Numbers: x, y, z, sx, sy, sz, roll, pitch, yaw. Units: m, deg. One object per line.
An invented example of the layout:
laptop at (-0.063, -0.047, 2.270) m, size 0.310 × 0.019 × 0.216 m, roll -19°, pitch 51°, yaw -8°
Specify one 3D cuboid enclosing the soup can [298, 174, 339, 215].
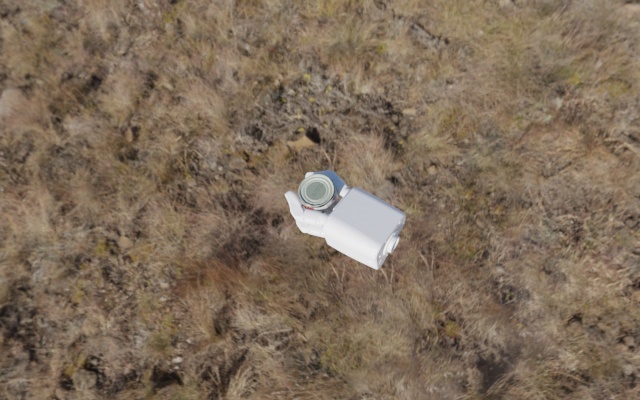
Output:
soup can at (0.000, 0.002, 0.887) m, size 0.068 × 0.068 × 0.102 m, roll 0°, pitch -25°, yaw 10°
